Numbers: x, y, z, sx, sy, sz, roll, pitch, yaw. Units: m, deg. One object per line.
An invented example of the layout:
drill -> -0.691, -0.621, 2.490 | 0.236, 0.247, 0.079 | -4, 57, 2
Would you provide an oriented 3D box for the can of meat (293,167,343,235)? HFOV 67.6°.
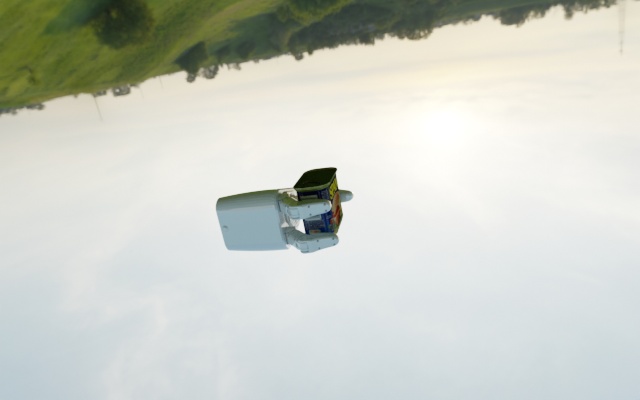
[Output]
can of meat -> 0.000, 0.003, 0.747 | 0.057, 0.084, 0.102 | -6, 19, 14
